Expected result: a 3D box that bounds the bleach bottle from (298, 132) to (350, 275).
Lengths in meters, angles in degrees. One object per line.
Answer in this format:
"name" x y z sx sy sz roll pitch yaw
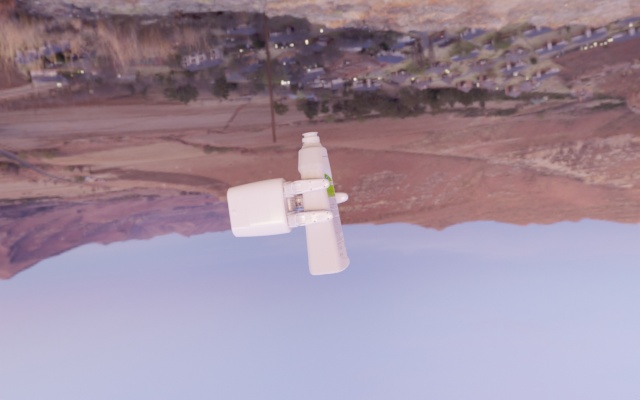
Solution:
"bleach bottle" 0.000 0.003 0.871 0.068 0.251 0.102 -8 0 12
